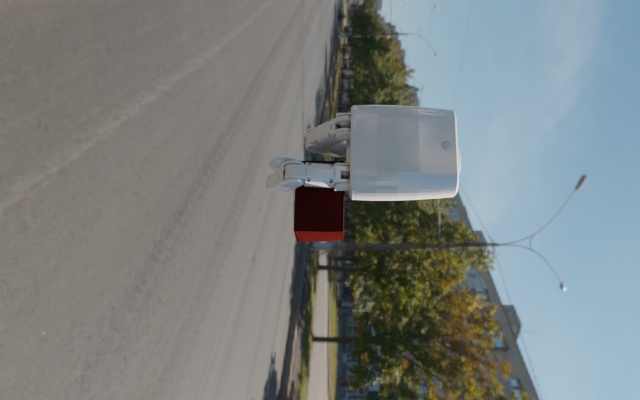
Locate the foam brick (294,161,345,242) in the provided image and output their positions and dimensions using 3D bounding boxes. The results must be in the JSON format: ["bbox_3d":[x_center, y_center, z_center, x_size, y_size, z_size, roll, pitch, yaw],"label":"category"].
[{"bbox_3d":[0.000,0.002,0.508,0.051,0.078,0.053,1,-15,2],"label":"foam brick"}]
